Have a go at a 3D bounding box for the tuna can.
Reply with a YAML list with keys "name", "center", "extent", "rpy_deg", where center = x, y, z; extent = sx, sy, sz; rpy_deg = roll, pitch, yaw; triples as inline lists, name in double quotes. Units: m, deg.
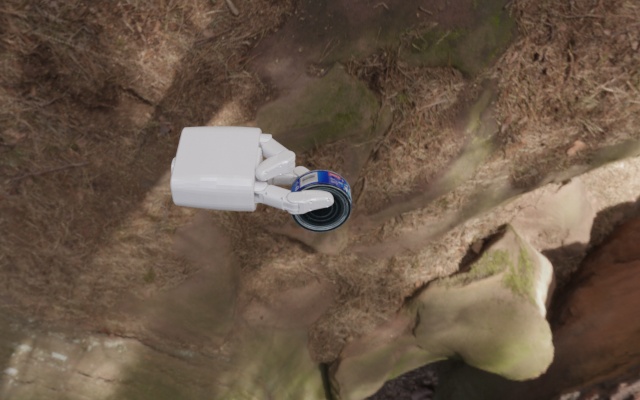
- name: "tuna can"
  center: [0.000, 0.002, 0.648]
  extent: [0.086, 0.086, 0.033]
  rpy_deg: [0, 38, -3]
